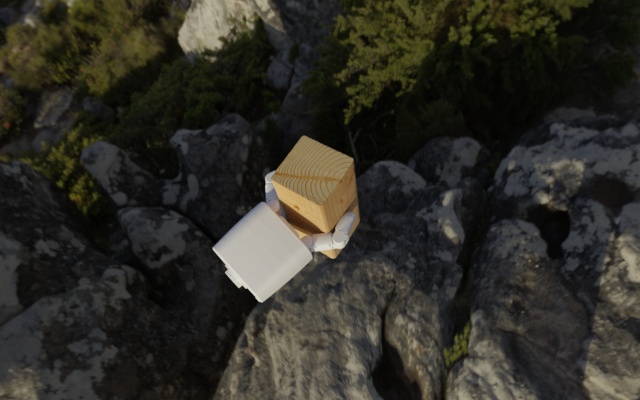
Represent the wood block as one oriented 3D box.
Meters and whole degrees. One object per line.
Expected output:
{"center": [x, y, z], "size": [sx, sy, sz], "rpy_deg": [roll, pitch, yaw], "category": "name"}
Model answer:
{"center": [0.000, 0.003, 0.768], "size": [0.091, 0.090, 0.206], "rpy_deg": [28, -20, 20], "category": "wood block"}
